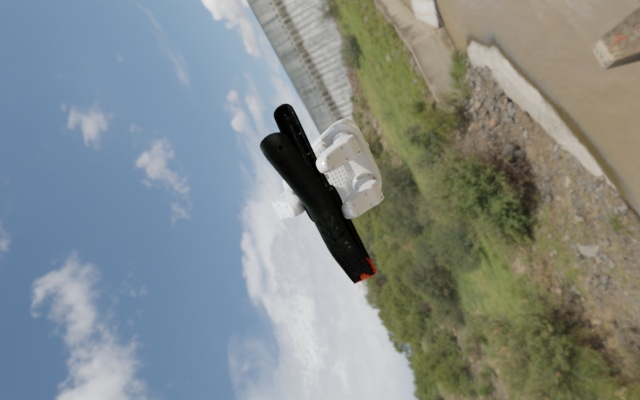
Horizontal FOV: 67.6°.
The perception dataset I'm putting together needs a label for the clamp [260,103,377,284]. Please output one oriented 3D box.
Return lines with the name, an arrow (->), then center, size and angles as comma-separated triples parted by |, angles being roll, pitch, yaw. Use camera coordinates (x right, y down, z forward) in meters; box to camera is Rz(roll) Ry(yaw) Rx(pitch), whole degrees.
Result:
clamp -> 0.000, 0.002, 0.489 | 0.036, 0.210, 0.164 | -26, 12, 10
